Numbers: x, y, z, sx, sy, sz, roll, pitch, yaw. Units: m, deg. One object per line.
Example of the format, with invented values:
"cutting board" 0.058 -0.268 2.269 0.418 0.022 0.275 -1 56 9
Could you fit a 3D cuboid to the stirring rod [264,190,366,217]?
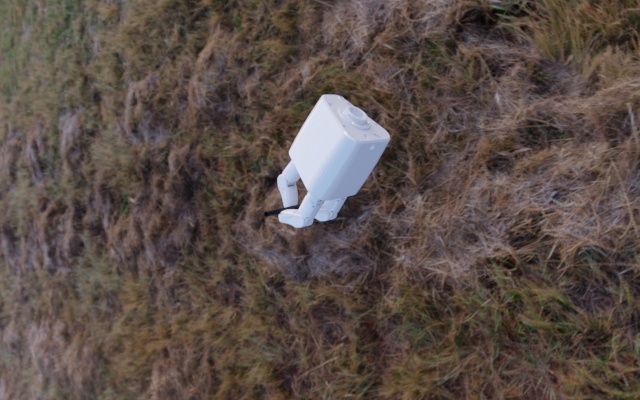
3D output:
"stirring rod" 0.000 0.003 0.794 0.011 0.011 0.239 0 8 43
